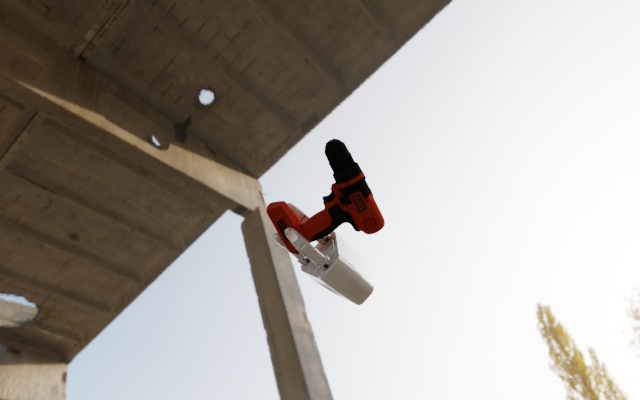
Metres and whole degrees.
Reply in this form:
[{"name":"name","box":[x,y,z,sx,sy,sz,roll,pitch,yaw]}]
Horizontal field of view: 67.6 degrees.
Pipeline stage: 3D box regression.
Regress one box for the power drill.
[{"name":"power drill","box":[0.000,0.003,0.861,0.188,0.184,0.057,-25,10,17]}]
